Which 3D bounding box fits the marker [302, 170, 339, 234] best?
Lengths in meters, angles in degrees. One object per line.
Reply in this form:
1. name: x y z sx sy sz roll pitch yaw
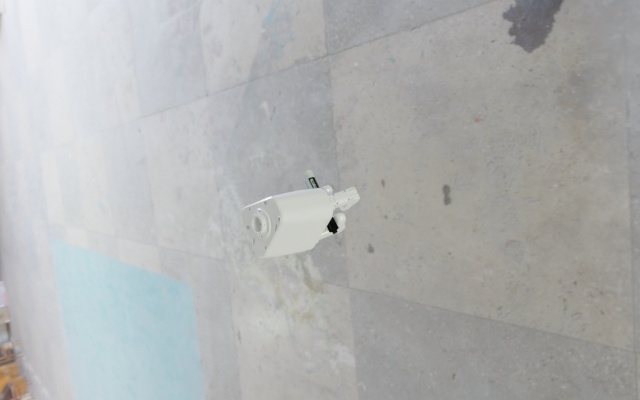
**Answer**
1. marker: 0.000 0.003 0.816 0.020 0.121 0.020 -23 -18 -8
